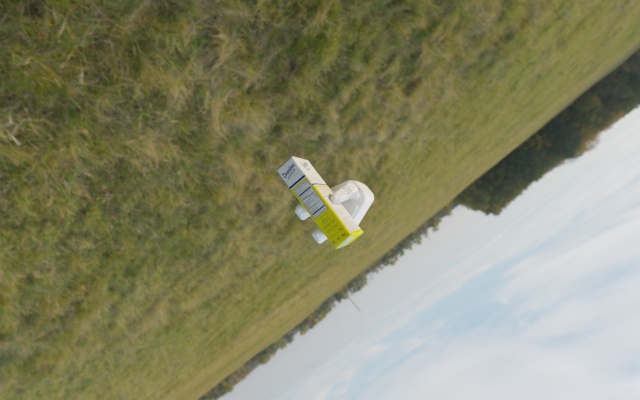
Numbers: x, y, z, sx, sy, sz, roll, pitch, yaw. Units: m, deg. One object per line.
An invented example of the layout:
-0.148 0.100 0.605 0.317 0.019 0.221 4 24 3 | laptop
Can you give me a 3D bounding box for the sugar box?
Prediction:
0.000 0.003 0.864 0.048 0.176 0.093 -42 -12 13 | sugar box
